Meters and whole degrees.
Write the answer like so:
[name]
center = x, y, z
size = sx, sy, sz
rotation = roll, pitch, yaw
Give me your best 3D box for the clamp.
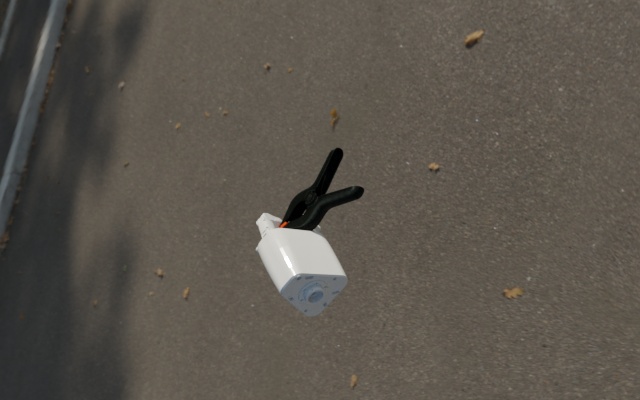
[clamp]
center = 0.000, 0.002, 0.793
size = 0.039, 0.171, 0.120
rotation = 30, 16, -32
